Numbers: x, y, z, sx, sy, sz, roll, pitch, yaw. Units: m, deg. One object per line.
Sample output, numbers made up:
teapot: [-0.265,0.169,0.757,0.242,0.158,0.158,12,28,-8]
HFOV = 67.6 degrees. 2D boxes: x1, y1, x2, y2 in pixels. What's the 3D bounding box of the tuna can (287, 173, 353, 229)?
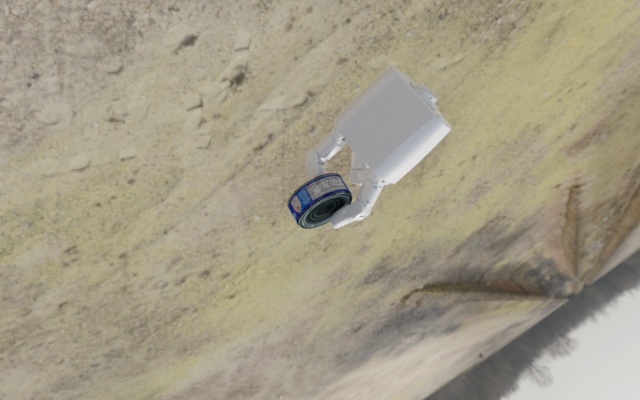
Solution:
tuna can: [0.000,0.003,0.650,0.086,0.033,0.086,-25,-24,-12]
